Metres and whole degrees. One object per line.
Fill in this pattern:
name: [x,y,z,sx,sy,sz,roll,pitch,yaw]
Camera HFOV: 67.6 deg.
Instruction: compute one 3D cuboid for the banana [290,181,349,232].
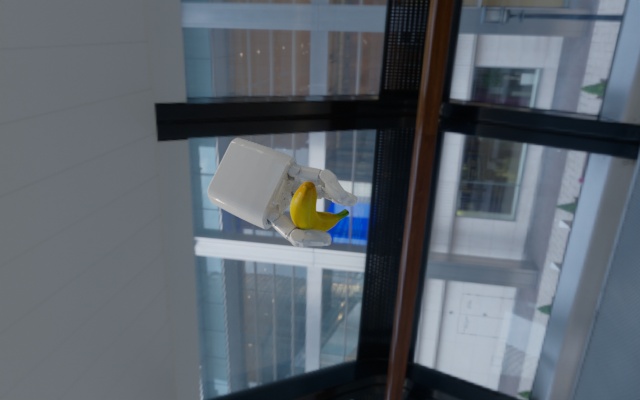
banana: [-0.011,0.017,0.713,0.037,0.069,0.198,42,3,19]
